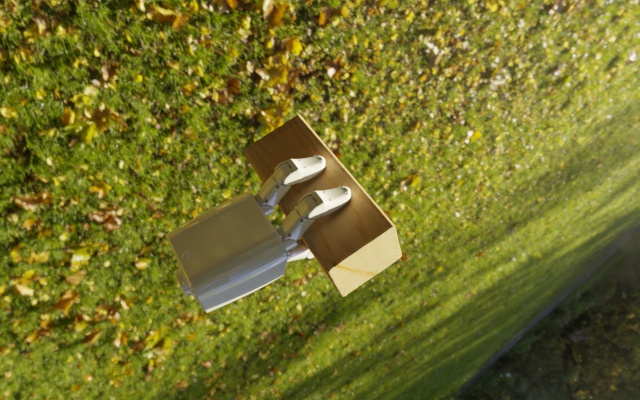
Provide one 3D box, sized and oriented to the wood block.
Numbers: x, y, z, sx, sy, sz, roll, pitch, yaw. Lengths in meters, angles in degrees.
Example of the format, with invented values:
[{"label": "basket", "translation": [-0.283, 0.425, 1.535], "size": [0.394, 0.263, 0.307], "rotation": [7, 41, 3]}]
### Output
[{"label": "wood block", "translation": [0.000, 0.002, 0.594], "size": [0.090, 0.206, 0.091], "rotation": [-34, -32, -6]}]
